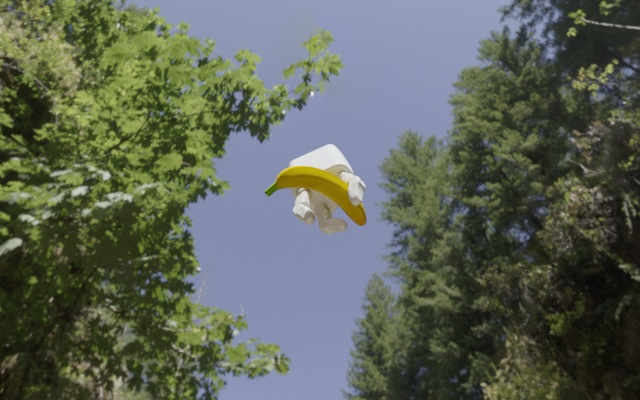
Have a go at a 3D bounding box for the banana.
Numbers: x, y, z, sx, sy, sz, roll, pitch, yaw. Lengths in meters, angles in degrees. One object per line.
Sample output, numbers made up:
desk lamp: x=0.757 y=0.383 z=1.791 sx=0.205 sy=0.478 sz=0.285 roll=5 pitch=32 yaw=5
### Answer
banana: x=0.005 y=-0.015 z=0.804 sx=0.198 sy=0.070 sz=0.037 roll=19 pitch=16 yaw=-25
